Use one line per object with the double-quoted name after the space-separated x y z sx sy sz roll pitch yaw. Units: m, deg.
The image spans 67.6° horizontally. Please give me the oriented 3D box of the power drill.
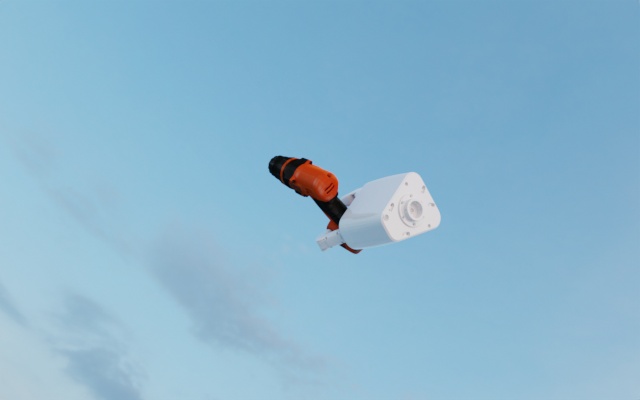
0.001 0.003 0.822 0.188 0.057 0.184 49 -12 -34 "power drill"
